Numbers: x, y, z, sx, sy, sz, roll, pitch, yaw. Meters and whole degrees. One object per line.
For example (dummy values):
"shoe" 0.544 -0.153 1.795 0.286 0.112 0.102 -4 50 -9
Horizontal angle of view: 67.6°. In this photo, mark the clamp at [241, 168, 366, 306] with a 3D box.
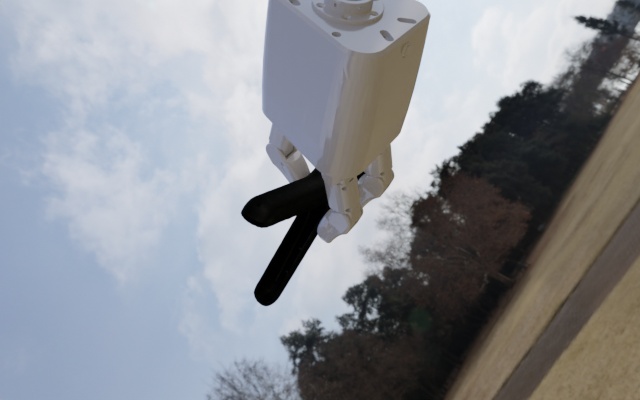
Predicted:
"clamp" 0.000 0.001 0.458 0.036 0.165 0.210 33 53 17
